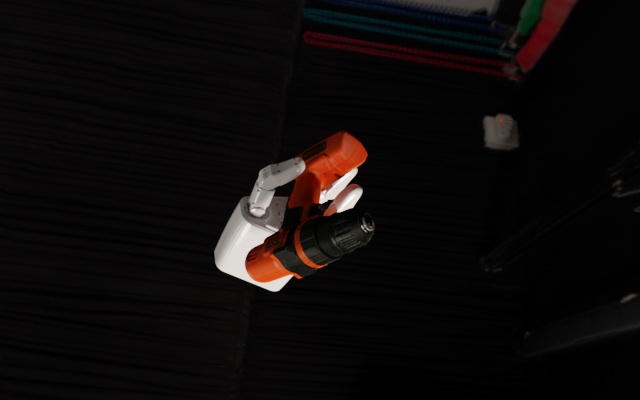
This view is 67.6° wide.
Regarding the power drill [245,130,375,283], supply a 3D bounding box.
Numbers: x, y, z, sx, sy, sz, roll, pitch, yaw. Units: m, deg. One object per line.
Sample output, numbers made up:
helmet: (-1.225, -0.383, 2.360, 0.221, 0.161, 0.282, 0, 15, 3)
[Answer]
power drill: (0.000, 0.002, 0.566, 0.184, 0.187, 0.057, -24, -58, 39)
